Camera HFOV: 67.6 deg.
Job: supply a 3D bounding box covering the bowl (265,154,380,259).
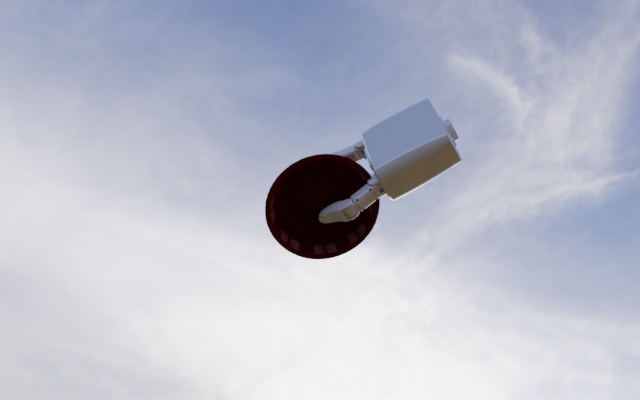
[{"bbox_3d":[-0.001,0.003,0.686,0.162,0.162,0.055,0,24,-10],"label":"bowl"}]
